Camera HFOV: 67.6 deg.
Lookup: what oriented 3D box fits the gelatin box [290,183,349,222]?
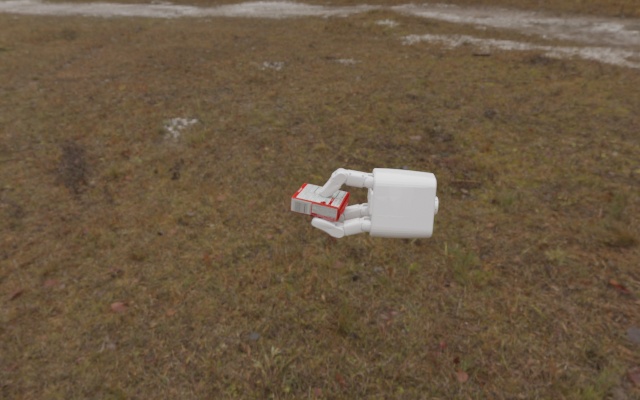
[{"bbox_3d":[0.000,0.002,0.846,0.089,0.030,0.073,13,26,12],"label":"gelatin box"}]
